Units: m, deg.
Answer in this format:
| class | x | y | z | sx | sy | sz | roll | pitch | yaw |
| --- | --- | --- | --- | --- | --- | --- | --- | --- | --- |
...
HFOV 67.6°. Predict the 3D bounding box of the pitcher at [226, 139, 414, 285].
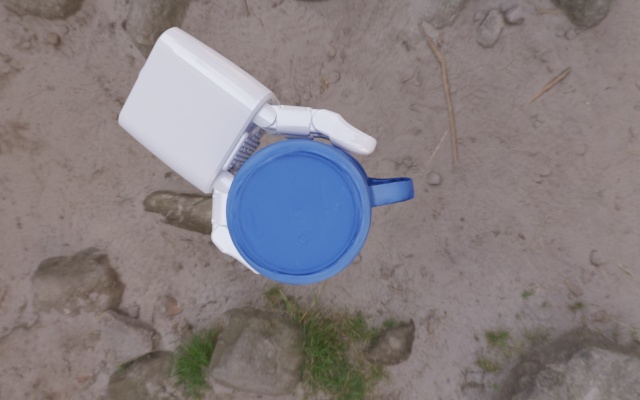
| class | x | y | z | sx | sy | sz | roll | pitch | yaw |
| --- | --- | --- | --- | --- | --- | --- | --- | --- | --- |
| pitcher | 0.000 | 0.001 | 0.459 | 0.145 | 0.149 | 0.243 | 38 | 4 | 0 |
